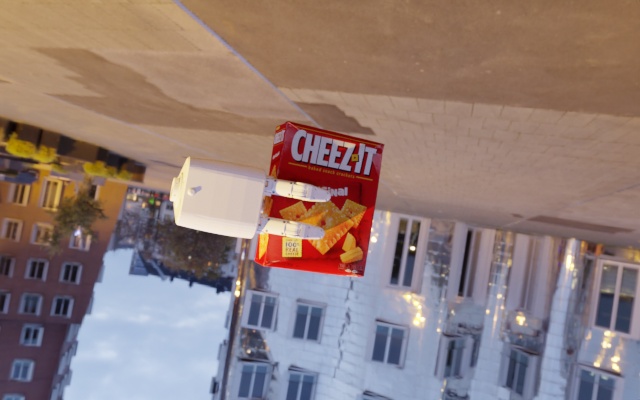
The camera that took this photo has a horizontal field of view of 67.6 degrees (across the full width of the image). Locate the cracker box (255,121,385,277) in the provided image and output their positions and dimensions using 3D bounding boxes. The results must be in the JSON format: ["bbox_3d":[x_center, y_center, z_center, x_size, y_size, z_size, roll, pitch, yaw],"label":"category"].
[{"bbox_3d":[0.000,0.003,0.732,0.164,0.213,0.072,10,-3,-20],"label":"cracker box"}]
